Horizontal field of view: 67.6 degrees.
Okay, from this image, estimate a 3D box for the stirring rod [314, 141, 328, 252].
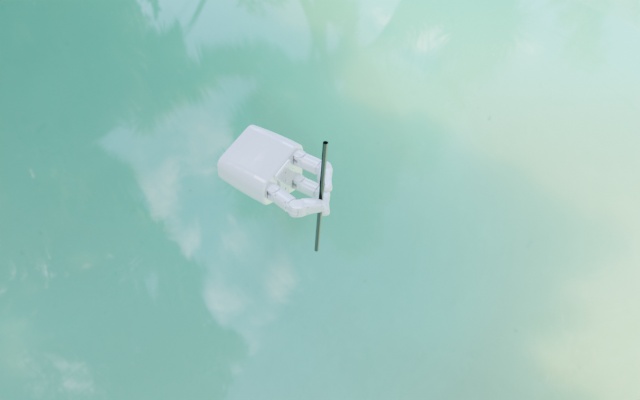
[{"bbox_3d":[0.000,0.003,0.772,0.011,0.240,0.011,2,44,-2],"label":"stirring rod"}]
